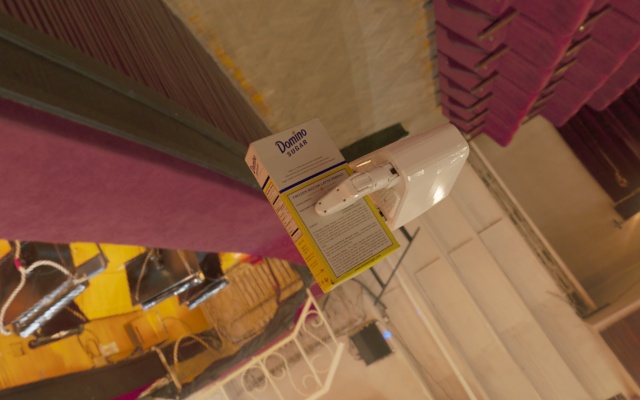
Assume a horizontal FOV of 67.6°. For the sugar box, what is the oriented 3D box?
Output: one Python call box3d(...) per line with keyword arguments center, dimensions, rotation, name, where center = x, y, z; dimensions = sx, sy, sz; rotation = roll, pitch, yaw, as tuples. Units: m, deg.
box3d(center=(0.000, 0.002, 0.527), dimensions=(0.093, 0.176, 0.048), rotation=(-26, -14, -27), name="sugar box")
